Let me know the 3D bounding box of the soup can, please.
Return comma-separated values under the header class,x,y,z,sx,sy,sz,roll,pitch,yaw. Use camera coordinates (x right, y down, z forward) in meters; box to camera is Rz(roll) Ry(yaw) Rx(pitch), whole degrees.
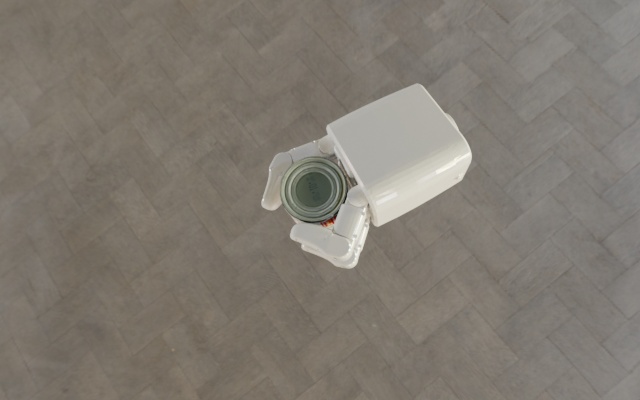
class,x,y,z,sx,sy,sz,roll,pitch,yaw
soup can,0.000,0.002,0.500,0.068,0.068,0.102,0,-15,8
